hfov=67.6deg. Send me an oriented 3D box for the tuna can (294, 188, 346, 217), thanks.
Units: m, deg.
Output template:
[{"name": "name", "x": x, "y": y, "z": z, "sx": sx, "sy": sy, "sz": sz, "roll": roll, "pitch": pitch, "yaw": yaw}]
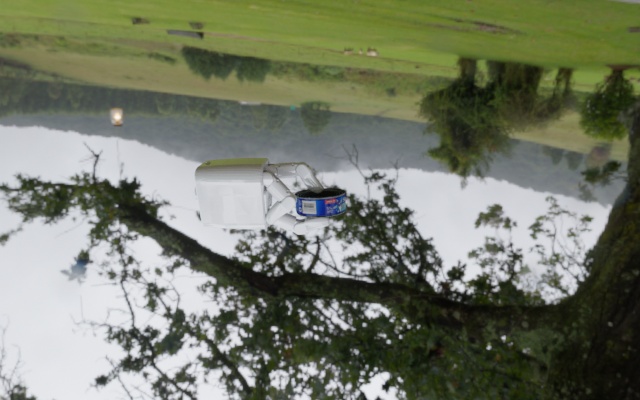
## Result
[{"name": "tuna can", "x": 0.000, "y": 0.003, "z": 0.801, "sx": 0.086, "sy": 0.034, "sz": 0.086, "roll": -3, "pitch": 12, "yaw": 1}]
